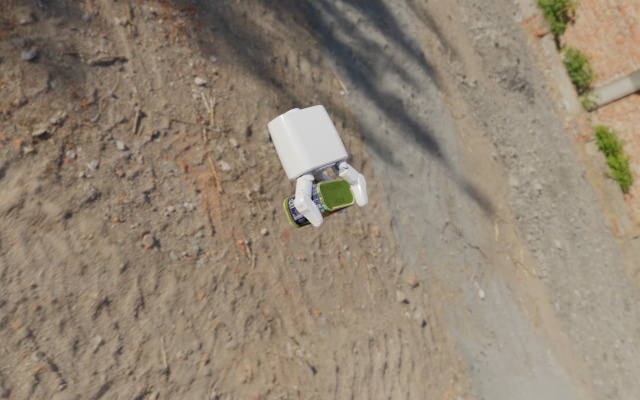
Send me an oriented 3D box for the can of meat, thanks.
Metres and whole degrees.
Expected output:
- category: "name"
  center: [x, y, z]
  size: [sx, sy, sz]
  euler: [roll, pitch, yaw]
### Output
- category: "can of meat"
  center: [0.000, 0.003, 0.843]
  size: [0.084, 0.057, 0.102]
  euler: [-26, -8, 36]
